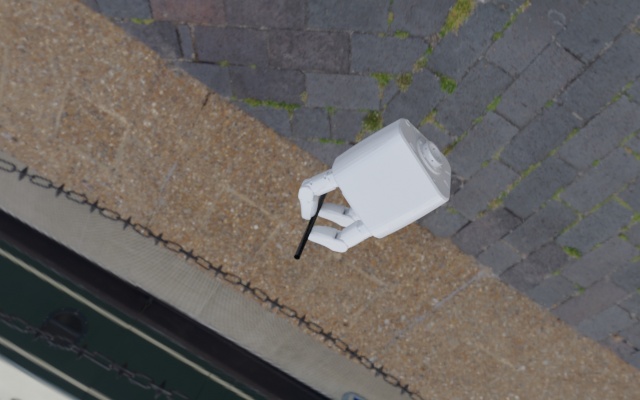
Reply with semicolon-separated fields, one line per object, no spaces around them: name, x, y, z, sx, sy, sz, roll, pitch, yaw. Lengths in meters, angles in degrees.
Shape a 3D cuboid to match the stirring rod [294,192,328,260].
stirring rod;0.000;0.002;0.689;0.011;0.011;0.239;0;35;17
